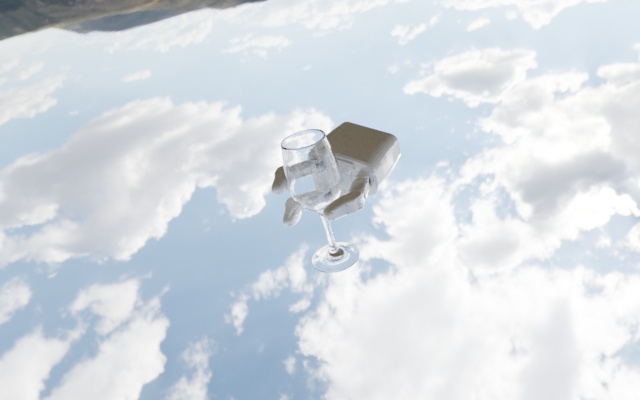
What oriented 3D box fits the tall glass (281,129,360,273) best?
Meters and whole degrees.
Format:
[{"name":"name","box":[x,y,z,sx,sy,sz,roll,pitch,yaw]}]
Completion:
[{"name":"tall glass","box":[0.000,0.003,0.677,0.079,0.201,0.079,-12,30,7]}]
